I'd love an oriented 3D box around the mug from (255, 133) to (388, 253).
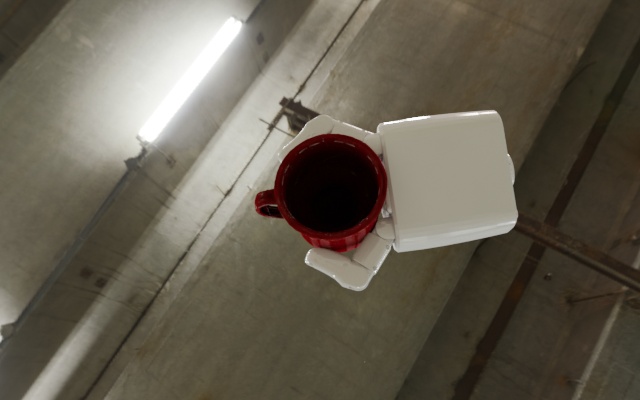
[{"bbox_3d":[-0.001,0.002,0.427,0.117,0.093,0.081,-8,-19,3],"label":"mug"}]
